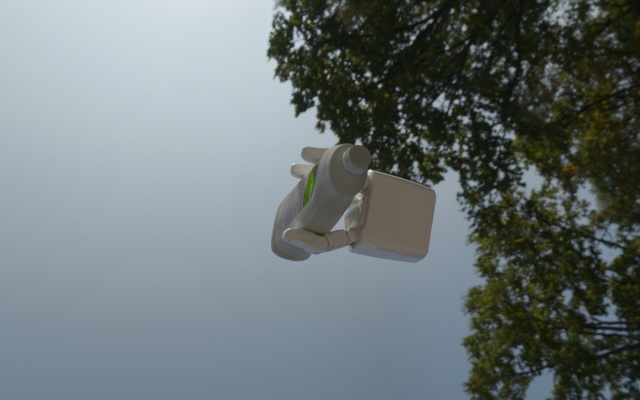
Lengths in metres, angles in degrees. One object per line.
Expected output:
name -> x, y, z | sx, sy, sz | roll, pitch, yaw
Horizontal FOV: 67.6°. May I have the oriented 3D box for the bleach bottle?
bleach bottle -> 0.000, 0.002, 0.641 | 0.068, 0.102, 0.251 | 14, -25, -16
